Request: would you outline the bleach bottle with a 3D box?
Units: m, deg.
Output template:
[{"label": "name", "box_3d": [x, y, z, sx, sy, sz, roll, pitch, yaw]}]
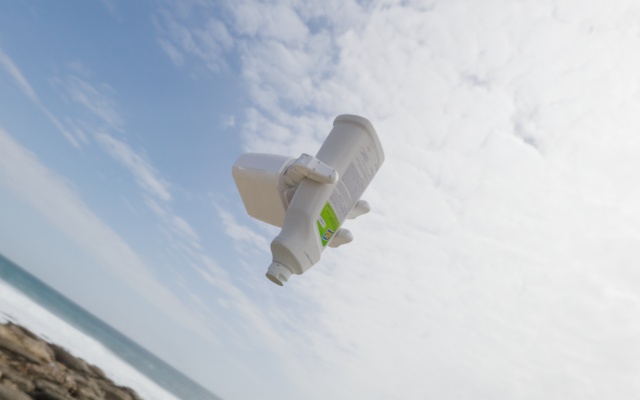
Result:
[{"label": "bleach bottle", "box_3d": [0.000, 0.002, 0.661, 0.068, 0.250, 0.103, 14, -31, 37]}]
